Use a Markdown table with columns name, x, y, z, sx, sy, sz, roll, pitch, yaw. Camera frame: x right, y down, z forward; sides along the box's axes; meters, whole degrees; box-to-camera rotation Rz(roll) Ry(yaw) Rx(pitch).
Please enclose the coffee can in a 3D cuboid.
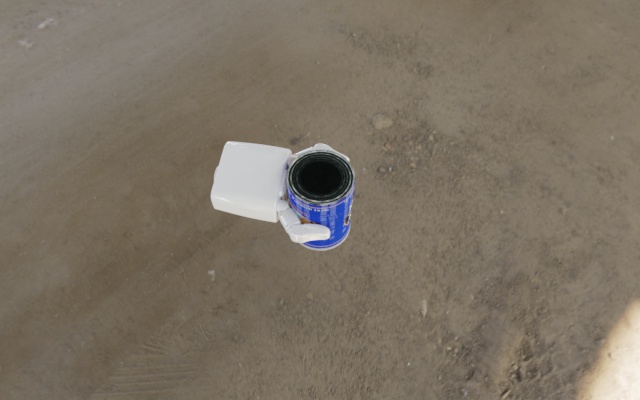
| name | x | y | z | sx | sy | sz | roll | pitch | yaw |
| --- | --- | --- | --- | --- | --- | --- | --- | --- | --- |
| coffee can | 0.000 | 0.003 | 0.763 | 0.103 | 0.102 | 0.140 | 0 | -34 | 0 |
